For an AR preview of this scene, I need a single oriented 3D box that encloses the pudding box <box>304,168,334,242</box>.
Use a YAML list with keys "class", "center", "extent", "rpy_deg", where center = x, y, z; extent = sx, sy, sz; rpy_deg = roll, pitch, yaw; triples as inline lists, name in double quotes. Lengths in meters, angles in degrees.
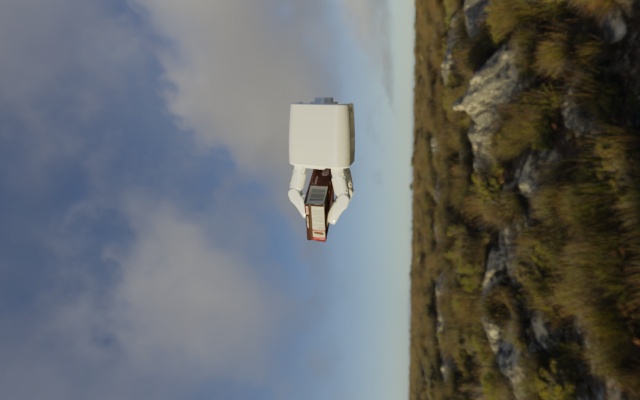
- class: "pudding box"
  center: [0.000, 0.003, 0.848]
  extent: [0.039, 0.090, 0.113]
  rpy_deg: [5, 42, 10]
